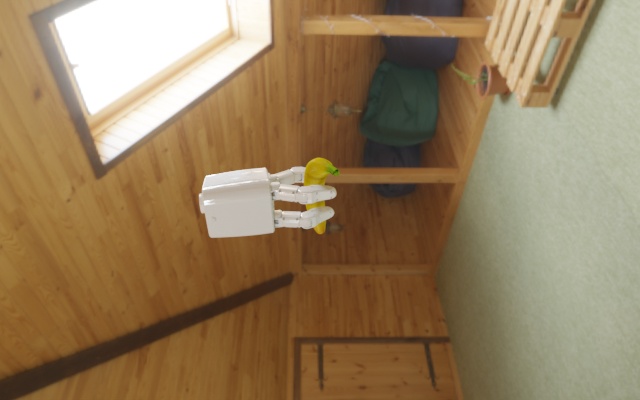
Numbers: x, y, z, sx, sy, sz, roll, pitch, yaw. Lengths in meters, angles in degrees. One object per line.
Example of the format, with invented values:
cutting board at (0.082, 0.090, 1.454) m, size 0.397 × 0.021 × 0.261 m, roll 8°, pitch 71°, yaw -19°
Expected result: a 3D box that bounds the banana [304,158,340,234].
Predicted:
banana at (-0.006, -0.014, 0.815) m, size 0.037 × 0.069 × 0.198 m, roll -14°, pitch -30°, yaw -14°
